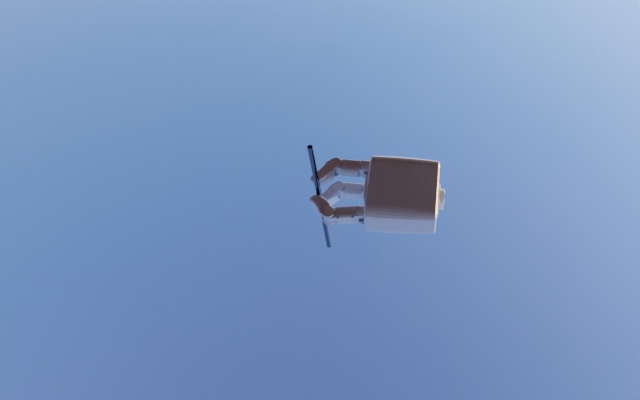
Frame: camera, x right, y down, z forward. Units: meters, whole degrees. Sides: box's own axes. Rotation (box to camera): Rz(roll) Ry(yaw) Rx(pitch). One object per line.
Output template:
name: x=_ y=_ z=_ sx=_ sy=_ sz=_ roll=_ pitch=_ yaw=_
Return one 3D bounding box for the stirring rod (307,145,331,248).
stirring rod: x=0.000 y=0.002 z=0.768 sx=0.011 sy=0.011 sz=0.240 roll=0 pitch=-41 yaw=10
